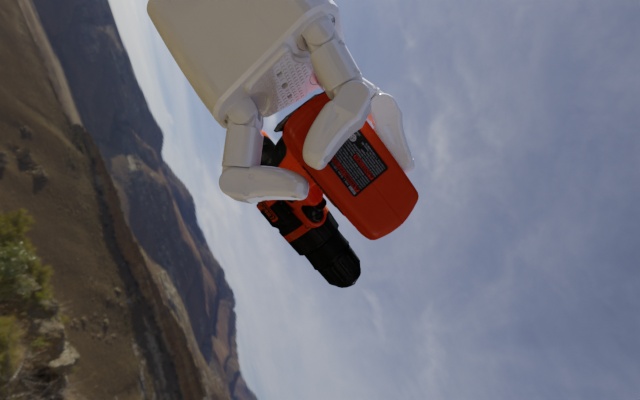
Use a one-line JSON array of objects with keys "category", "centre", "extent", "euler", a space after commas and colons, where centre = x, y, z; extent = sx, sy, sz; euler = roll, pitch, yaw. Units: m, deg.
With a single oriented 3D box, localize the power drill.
[{"category": "power drill", "centre": [0.000, 0.001, 0.404], "extent": [0.057, 0.184, 0.188], "euler": [-43, 8, -23]}]
